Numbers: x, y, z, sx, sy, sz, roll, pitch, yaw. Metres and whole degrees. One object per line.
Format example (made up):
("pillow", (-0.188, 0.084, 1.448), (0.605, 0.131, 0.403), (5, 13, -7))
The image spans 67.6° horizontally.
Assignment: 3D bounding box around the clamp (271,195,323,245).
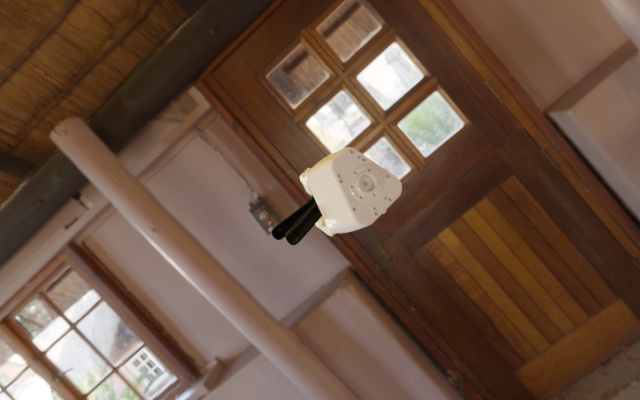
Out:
("clamp", (0.000, 0.002, 0.822), (0.210, 0.036, 0.164), (-43, 9, -18))
